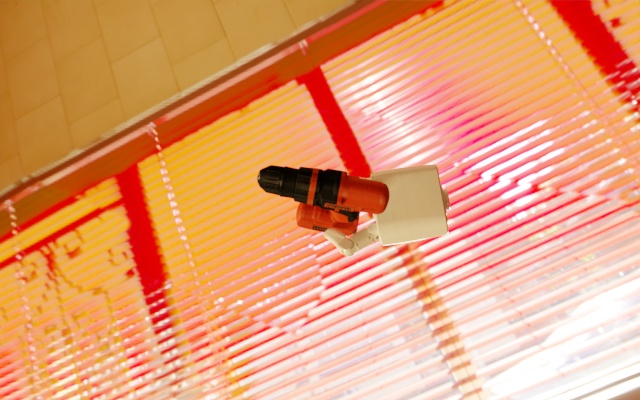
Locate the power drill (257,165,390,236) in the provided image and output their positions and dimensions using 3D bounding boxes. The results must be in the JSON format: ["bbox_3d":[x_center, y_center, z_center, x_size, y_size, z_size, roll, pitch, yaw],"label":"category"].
[{"bbox_3d":[0.000,0.002,0.727,0.184,0.057,0.188,12,-14,0],"label":"power drill"}]
